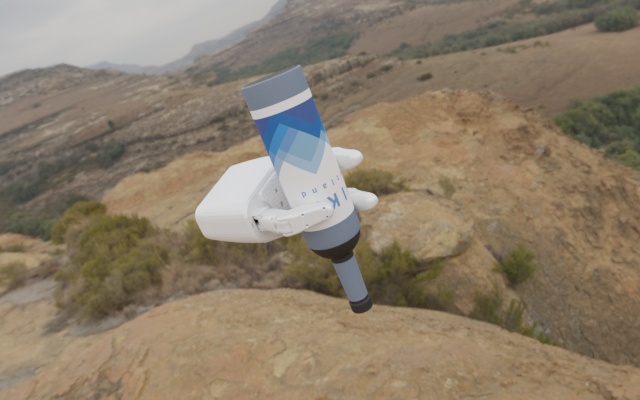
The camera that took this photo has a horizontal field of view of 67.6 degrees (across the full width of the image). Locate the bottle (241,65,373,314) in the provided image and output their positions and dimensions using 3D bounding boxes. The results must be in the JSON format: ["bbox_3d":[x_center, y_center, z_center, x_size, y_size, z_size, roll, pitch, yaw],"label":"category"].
[{"bbox_3d":[0.000,0.002,0.539,0.069,0.296,0.069,-19,19,7],"label":"bottle"}]
